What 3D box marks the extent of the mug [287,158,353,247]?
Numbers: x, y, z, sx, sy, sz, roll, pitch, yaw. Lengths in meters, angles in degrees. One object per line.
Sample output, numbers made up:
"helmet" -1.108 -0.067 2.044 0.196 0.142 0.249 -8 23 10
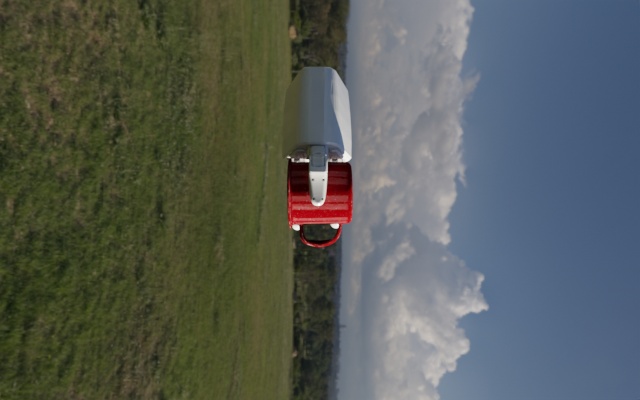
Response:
"mug" 0.000 0.003 0.626 0.081 0.117 0.093 -1 -6 0
